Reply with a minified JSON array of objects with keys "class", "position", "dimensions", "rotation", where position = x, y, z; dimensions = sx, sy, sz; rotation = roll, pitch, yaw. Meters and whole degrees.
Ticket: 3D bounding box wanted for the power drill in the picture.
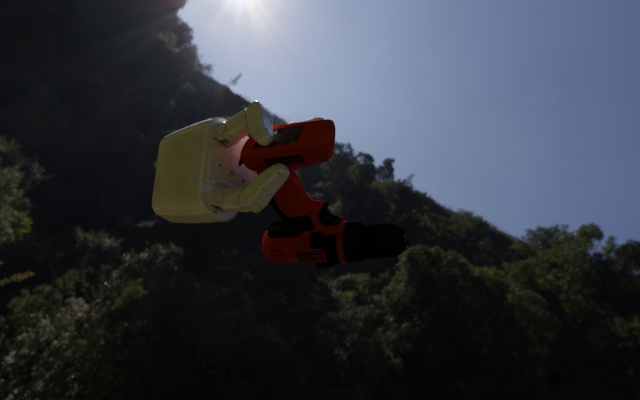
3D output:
[{"class":"power drill","position":[0.000,0.001,0.551],"dimensions":[0.184,0.188,0.057],"rotation":[-5,37,16]}]
